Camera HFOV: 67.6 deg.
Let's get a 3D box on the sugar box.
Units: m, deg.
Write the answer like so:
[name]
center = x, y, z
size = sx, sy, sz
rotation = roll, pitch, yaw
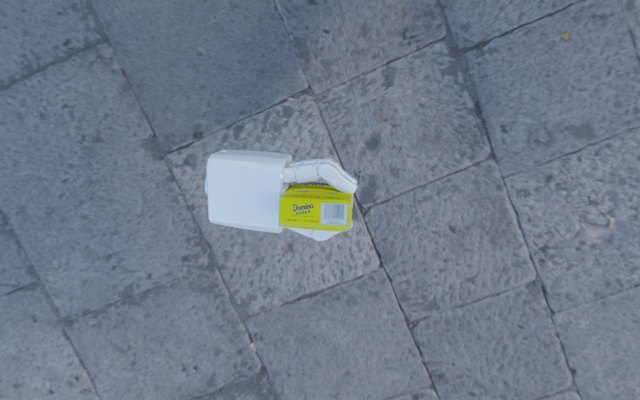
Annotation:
[sugar box]
center = 0.000, 0.002, 0.681
size = 0.093, 0.048, 0.176
rotation = 4, 12, 3
